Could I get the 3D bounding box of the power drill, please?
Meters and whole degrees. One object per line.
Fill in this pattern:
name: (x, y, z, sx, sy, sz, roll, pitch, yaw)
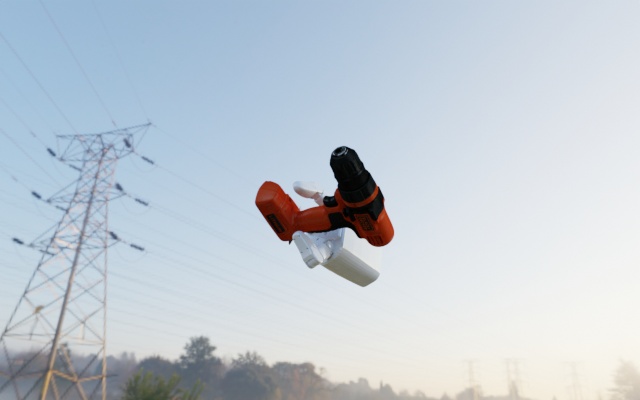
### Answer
power drill: (0.000, 0.002, 0.701, 0.187, 0.057, 0.184, -3, -46, 30)
